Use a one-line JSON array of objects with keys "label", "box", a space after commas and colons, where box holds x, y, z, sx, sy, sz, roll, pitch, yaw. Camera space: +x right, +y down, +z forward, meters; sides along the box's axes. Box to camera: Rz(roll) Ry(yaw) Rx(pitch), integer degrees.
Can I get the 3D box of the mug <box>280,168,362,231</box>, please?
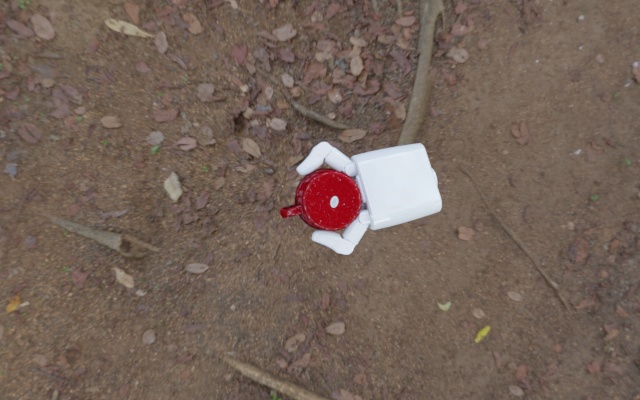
[{"label": "mug", "box": [-0.001, 0.002, 0.669, 0.117, 0.093, 0.081, -14, 3, -5]}]
